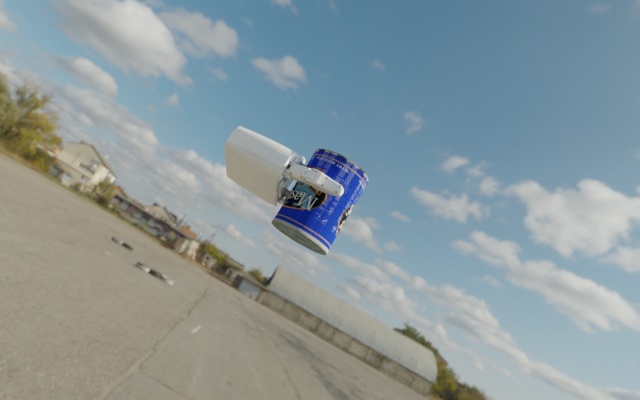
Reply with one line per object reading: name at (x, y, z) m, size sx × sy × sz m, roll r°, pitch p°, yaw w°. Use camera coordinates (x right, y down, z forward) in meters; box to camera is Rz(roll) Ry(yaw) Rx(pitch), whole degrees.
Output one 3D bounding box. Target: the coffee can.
coffee can at (0.000, 0.003, 0.774) m, size 0.103 × 0.140 × 0.103 m, roll 29°, pitch -13°, yaw 8°
